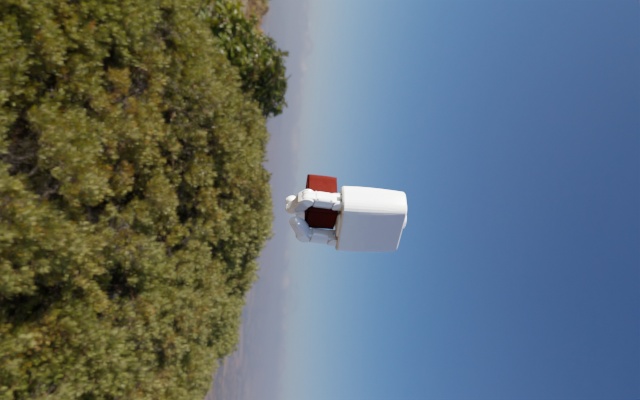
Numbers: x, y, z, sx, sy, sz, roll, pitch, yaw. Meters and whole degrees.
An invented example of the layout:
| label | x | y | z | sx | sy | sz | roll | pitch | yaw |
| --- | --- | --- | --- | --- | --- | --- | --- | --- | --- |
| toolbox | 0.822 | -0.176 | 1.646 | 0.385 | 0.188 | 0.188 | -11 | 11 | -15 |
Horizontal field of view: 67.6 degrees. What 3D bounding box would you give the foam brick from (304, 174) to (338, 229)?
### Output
| label | x | y | z | sx | sy | sz | roll | pitch | yaw |
| --- | --- | --- | --- | --- | --- | --- | --- | --- | --- |
| foam brick | 0.000 | 0.002 | 0.814 | 0.051 | 0.078 | 0.053 | 3 | -34 | -5 |
